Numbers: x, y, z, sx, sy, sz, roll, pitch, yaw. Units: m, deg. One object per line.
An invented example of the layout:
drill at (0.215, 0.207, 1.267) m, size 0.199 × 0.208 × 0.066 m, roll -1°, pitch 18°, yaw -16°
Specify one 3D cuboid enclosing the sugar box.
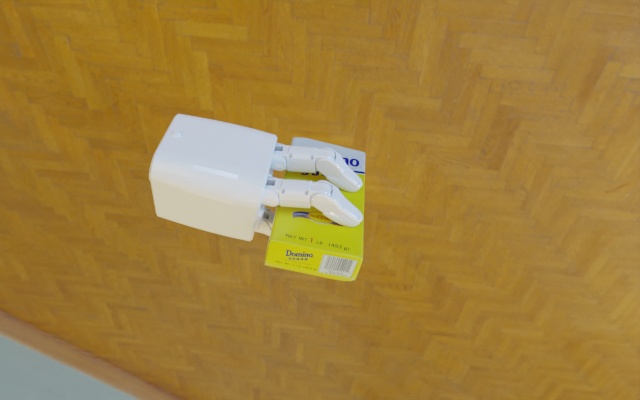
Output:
sugar box at (0.000, 0.001, 0.523) m, size 0.093 × 0.048 × 0.176 m, roll 12°, pitch 44°, yaw -6°
